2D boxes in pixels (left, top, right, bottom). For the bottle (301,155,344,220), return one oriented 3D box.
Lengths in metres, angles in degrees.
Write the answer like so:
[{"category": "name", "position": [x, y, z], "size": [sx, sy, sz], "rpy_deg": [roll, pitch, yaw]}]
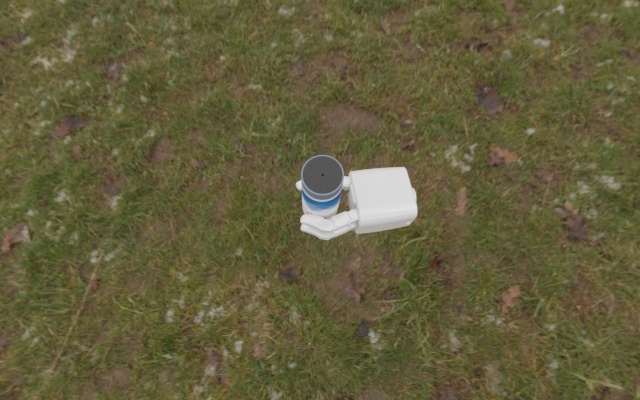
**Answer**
[{"category": "bottle", "position": [0.000, 0.003, 0.871], "size": [0.069, 0.069, 0.296], "rpy_deg": [0, -17, -1]}]
